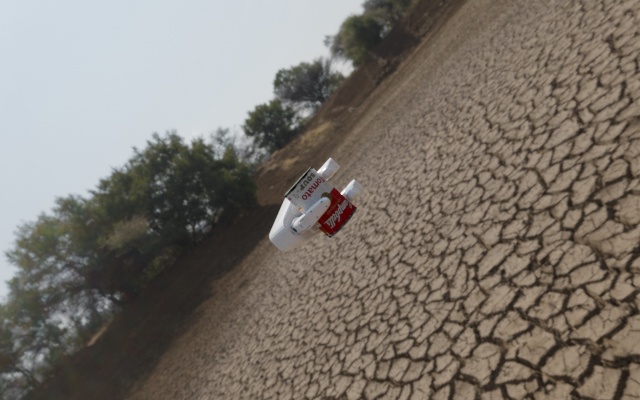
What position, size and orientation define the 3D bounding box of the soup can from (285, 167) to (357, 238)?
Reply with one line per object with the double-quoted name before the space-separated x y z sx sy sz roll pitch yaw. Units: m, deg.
"soup can" 0.000 0.002 0.781 0.102 0.068 0.068 43 -4 -4
